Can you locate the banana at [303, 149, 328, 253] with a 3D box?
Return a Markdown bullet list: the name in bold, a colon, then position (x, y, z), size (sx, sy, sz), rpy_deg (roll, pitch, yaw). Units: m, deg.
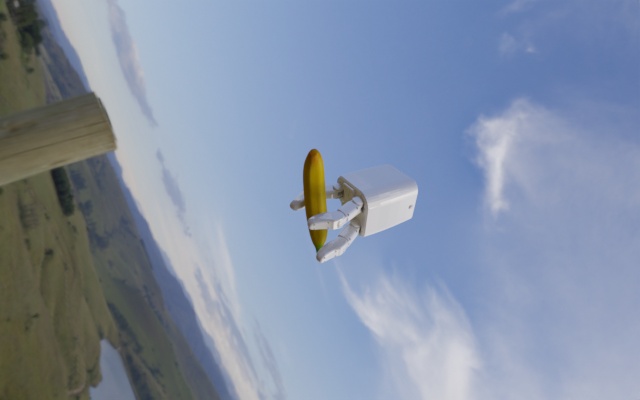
- **banana**: position (-0.005, -0.001, 0.804), size (0.037, 0.198, 0.069), rpy_deg (-12, 26, -14)
